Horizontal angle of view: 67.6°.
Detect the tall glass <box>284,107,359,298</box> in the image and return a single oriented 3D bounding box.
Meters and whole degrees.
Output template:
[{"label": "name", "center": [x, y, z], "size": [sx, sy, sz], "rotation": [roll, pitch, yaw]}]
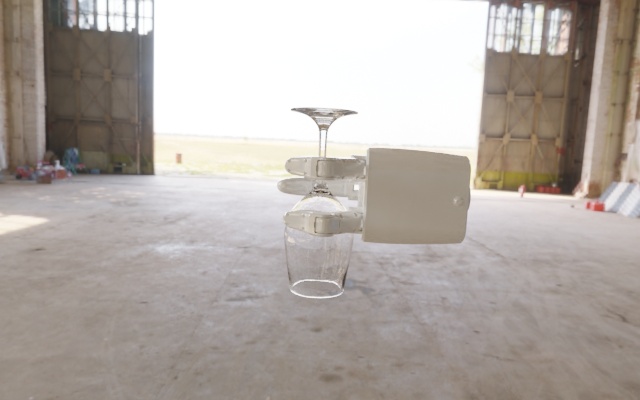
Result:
[{"label": "tall glass", "center": [0.000, 0.001, 0.527], "size": [0.079, 0.201, 0.079], "rotation": [3, 7, 0]}]
